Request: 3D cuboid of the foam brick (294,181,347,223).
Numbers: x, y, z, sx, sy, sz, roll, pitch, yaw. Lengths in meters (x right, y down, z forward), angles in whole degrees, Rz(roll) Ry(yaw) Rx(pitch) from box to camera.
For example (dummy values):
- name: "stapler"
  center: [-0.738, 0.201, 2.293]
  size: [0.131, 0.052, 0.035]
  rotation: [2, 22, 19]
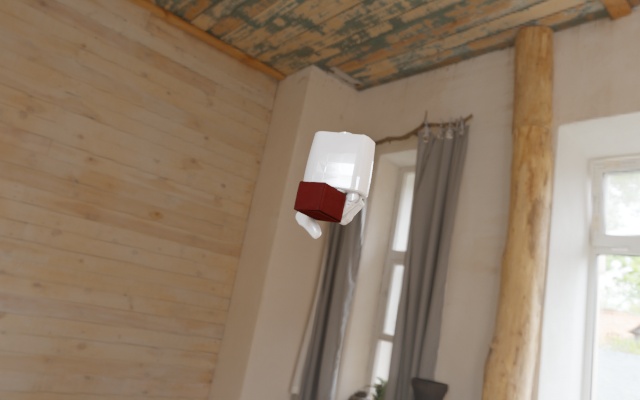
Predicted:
- name: "foam brick"
  center: [0.000, 0.003, 0.811]
  size: [0.053, 0.051, 0.078]
  rotation: [5, -13, 32]
